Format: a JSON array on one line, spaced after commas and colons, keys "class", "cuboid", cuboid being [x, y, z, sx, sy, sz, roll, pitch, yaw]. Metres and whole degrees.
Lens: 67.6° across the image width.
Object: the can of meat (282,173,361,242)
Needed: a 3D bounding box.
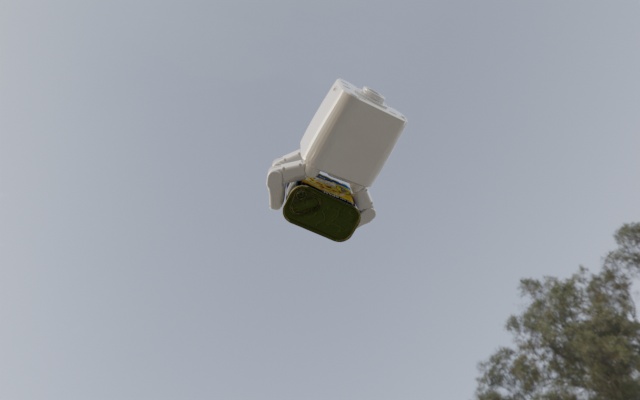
[{"class": "can of meat", "cuboid": [0.000, 0.002, 0.665, 0.102, 0.057, 0.084, 23, 21, -12]}]
